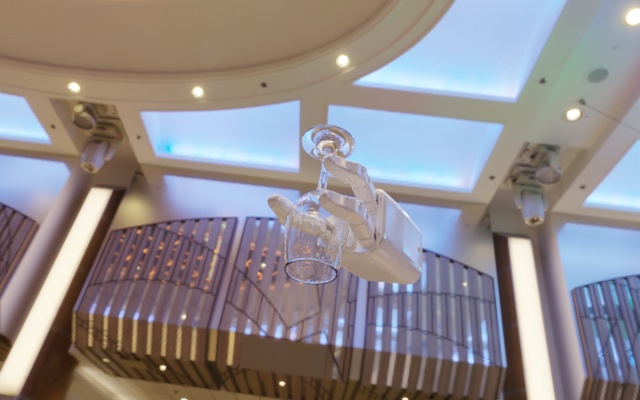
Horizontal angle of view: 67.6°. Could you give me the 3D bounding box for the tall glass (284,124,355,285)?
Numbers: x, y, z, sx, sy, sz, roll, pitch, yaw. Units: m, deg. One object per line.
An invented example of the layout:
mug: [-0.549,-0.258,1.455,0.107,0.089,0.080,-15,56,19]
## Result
tall glass: [0.000,0.001,0.602,0.079,0.201,0.079,5,-35,4]
